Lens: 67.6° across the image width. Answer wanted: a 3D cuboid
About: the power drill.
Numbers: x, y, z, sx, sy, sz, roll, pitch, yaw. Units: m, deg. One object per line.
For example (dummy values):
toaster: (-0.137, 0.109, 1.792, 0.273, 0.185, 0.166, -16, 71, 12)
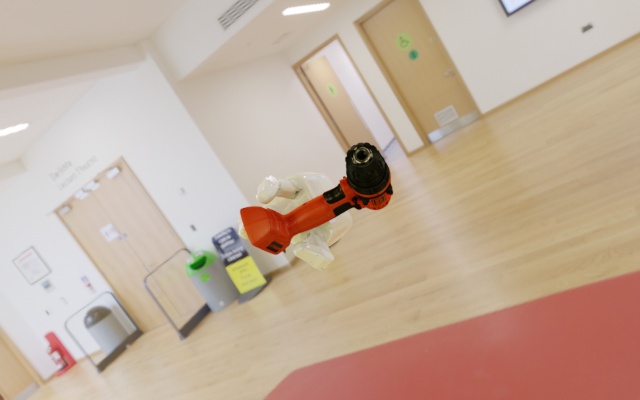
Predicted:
power drill: (0.000, 0.002, 0.593, 0.187, 0.057, 0.184, -23, -18, 6)
